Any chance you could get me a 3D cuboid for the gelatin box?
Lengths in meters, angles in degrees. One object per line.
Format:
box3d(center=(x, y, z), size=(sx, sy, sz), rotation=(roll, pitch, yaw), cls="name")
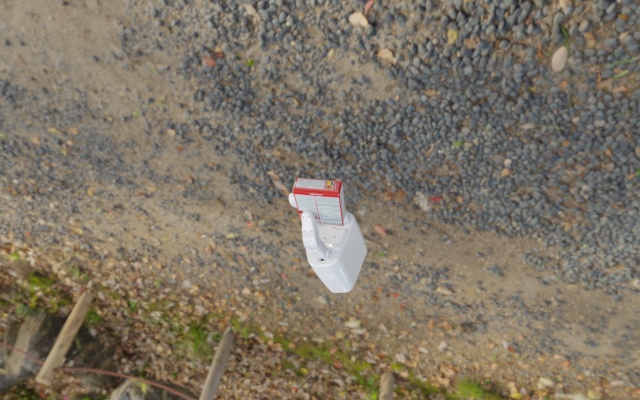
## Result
box3d(center=(0.000, 0.003, 0.753), size=(0.073, 0.030, 0.089), rotation=(5, -34, 12), cls="gelatin box")
